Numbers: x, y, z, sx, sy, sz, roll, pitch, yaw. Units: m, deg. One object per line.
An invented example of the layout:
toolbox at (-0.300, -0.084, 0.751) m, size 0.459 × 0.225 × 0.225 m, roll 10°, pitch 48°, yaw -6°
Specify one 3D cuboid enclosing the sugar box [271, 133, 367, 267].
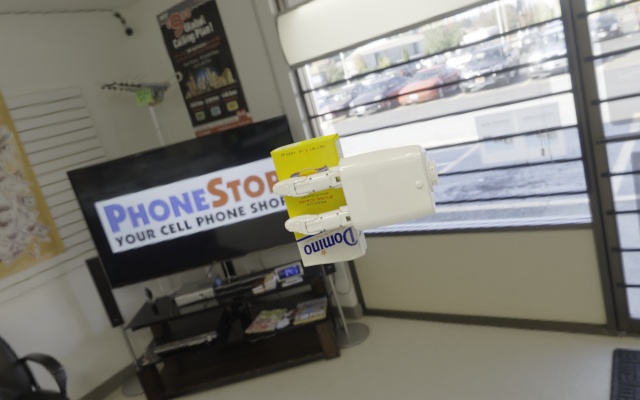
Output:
sugar box at (0.000, 0.002, 0.674) m, size 0.093 × 0.176 × 0.048 m, roll -11°, pitch 14°, yaw 17°
